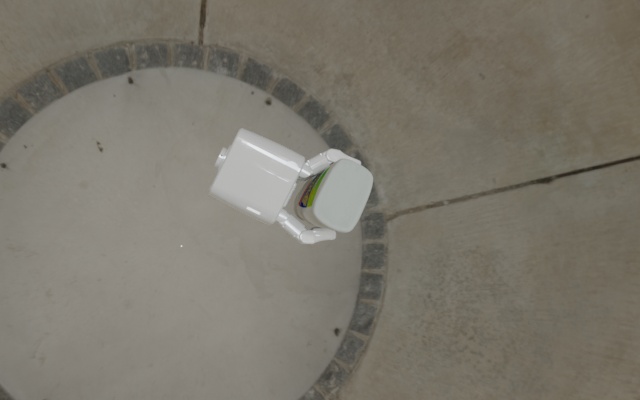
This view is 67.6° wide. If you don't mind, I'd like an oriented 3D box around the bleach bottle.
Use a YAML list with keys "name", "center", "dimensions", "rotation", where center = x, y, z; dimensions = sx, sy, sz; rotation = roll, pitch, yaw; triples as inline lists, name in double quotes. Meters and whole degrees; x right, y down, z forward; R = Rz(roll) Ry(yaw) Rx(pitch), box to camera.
- name: "bleach bottle"
  center: [0.000, 0.002, 0.761]
  dimensions: [0.068, 0.102, 0.251]
  rotation: [28, -12, -11]
